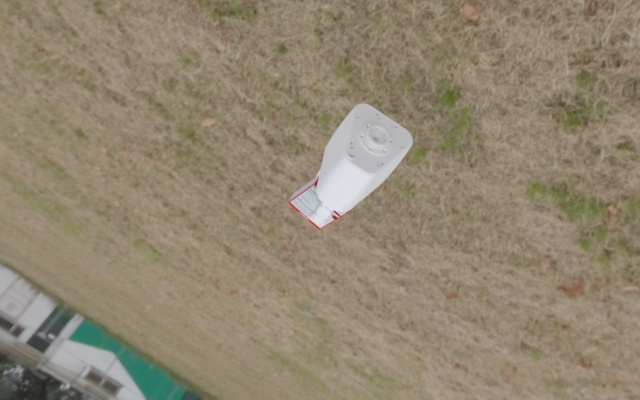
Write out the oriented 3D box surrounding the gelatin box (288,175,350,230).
[{"bbox_3d":[0.000,0.003,0.780,0.073,0.030,0.089,41,-39,-13],"label":"gelatin box"}]
